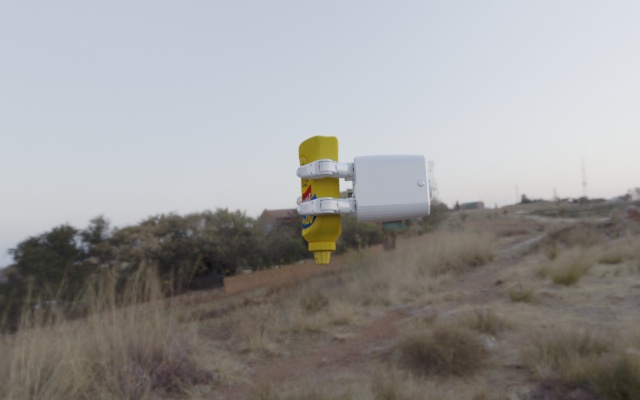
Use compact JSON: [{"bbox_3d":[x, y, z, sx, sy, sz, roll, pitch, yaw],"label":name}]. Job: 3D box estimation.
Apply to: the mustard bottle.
[{"bbox_3d":[0.000,0.002,0.740,0.058,0.191,0.096,0,-9,-20],"label":"mustard bottle"}]
